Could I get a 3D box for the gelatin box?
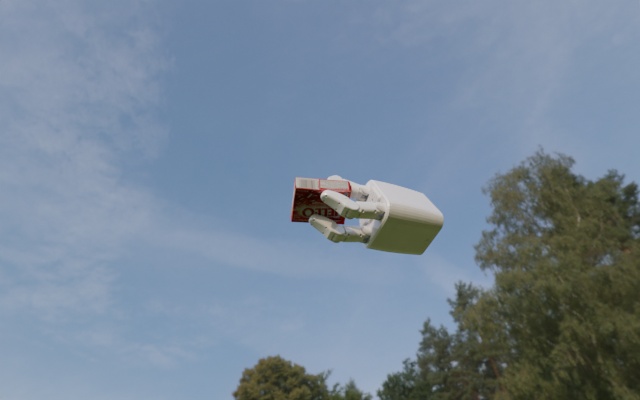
[{"bbox_3d":[0.000,0.002,0.759,0.089,0.073,0.030,4,42,-7],"label":"gelatin box"}]
